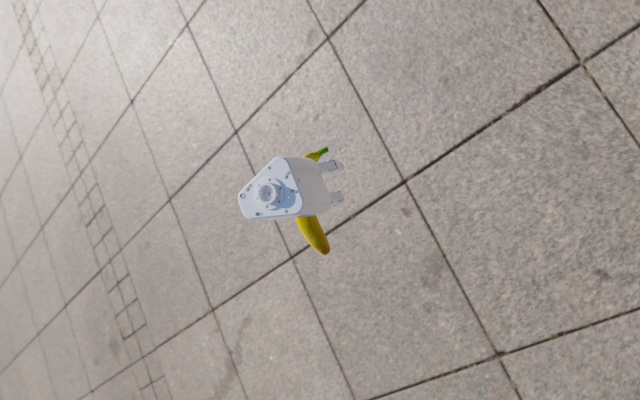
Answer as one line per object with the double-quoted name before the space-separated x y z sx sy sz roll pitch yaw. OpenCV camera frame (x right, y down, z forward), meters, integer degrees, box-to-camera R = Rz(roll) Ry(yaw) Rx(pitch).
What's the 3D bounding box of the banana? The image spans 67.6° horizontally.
"banana" -0.019 0.000 0.857 0.069 0.198 0.037 -1 -3 4
